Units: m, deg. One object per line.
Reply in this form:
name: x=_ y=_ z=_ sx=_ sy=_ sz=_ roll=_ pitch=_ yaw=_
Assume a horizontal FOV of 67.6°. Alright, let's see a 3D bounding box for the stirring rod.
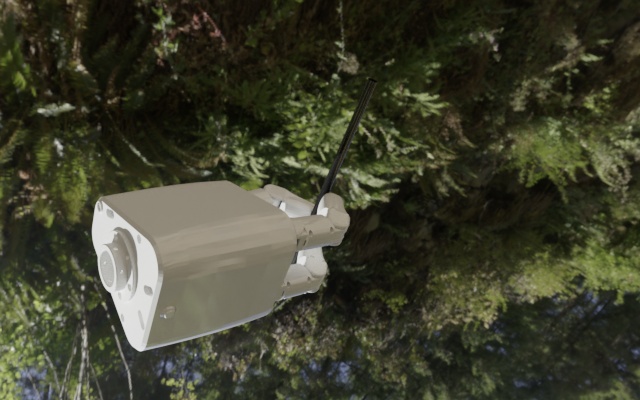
stirring rod: x=0.000 y=0.001 z=0.437 sx=0.011 sy=0.240 sz=0.011 roll=17 pitch=29 yaw=-10
